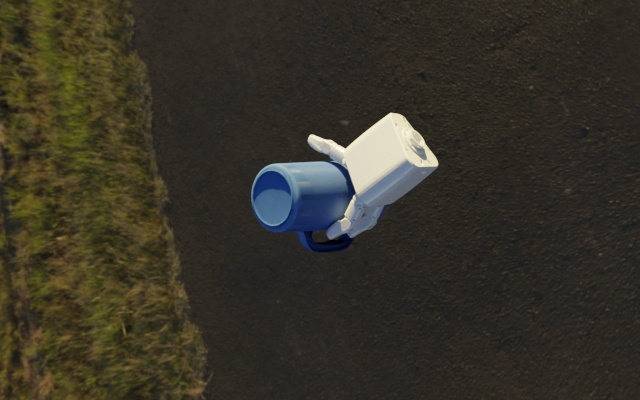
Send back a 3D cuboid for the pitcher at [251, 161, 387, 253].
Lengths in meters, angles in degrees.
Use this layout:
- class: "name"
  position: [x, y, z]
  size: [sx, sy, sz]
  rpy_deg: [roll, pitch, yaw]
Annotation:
- class: "pitcher"
  position: [0.000, 0.003, 0.832]
  size: [0.145, 0.149, 0.243]
  rpy_deg: [-40, -22, 34]
